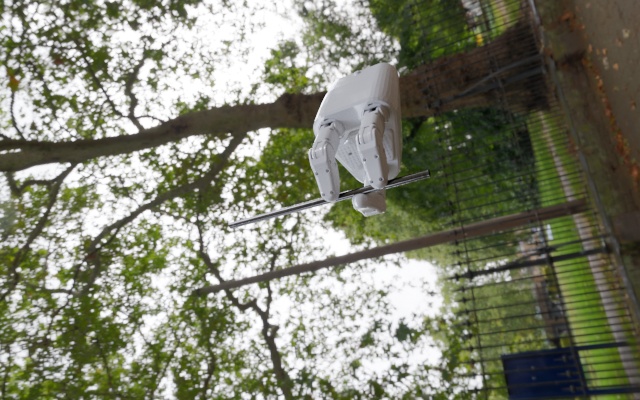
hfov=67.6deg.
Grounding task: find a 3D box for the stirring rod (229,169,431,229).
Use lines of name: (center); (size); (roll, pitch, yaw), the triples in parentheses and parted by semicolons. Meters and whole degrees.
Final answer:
stirring rod: (0.000, 0.002, 0.514); (0.239, 0.011, 0.011); (-15, -6, 24)
